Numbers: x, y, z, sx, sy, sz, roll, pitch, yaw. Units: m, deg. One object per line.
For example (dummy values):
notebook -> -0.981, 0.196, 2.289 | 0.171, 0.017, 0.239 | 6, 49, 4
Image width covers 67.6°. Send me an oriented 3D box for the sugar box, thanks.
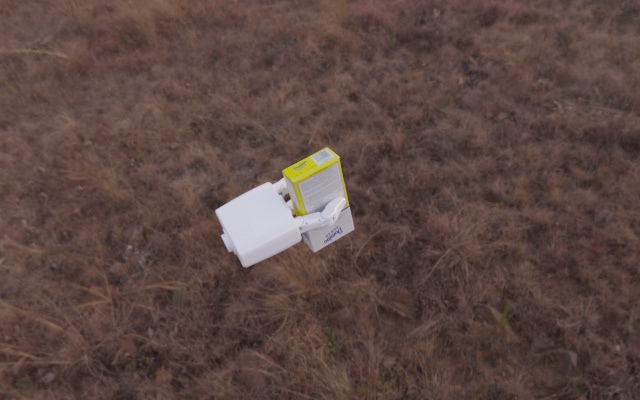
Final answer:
sugar box -> 0.000, 0.002, 0.838 | 0.093, 0.176, 0.048 | -28, 47, -16
